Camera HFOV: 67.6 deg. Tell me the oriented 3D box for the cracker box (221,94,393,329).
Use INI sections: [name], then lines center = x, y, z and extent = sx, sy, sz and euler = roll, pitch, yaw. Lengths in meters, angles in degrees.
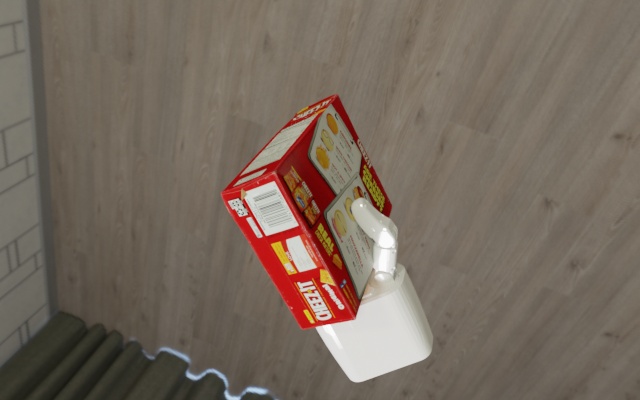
[cracker box]
center = 0.000, 0.002, 0.514
extent = 0.072, 0.164, 0.213
euler = -18, 22, 26
